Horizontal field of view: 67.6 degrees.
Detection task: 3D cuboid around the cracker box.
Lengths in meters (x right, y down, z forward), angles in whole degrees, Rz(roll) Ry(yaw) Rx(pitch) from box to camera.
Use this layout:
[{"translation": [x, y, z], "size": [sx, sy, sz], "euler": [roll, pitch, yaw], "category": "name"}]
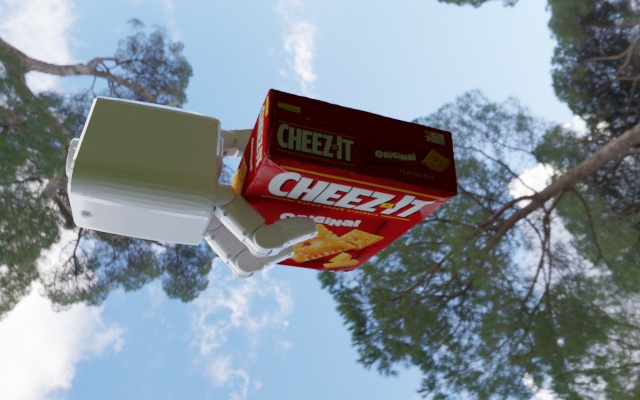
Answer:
[{"translation": [0.000, 0.001, 0.458], "size": [0.164, 0.072, 0.214], "euler": [9, -28, -18], "category": "cracker box"}]
